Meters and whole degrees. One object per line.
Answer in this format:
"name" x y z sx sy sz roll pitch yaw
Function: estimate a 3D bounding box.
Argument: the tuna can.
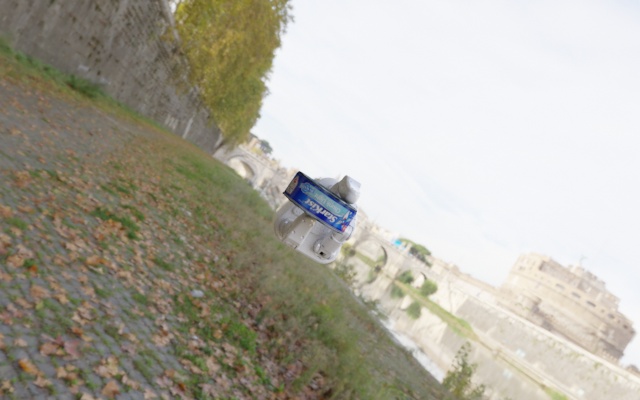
"tuna can" 0.000 0.001 0.555 0.086 0.034 0.086 35 3 -2
